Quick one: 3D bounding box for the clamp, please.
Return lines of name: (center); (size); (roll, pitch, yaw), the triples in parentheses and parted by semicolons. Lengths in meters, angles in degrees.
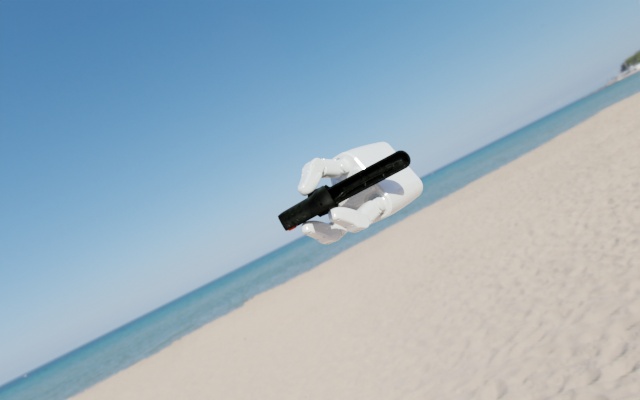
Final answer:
clamp: (0.000, 0.001, 0.625); (0.210, 0.036, 0.164); (-29, -3, 42)
